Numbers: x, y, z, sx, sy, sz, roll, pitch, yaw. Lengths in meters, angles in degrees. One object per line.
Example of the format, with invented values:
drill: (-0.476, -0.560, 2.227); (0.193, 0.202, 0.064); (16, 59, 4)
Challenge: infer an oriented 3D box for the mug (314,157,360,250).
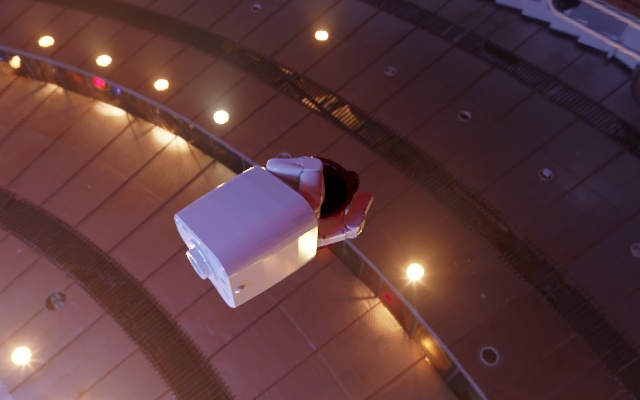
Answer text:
mug: (0.001, 0.001, 0.591); (0.117, 0.093, 0.082); (-31, -30, -25)
